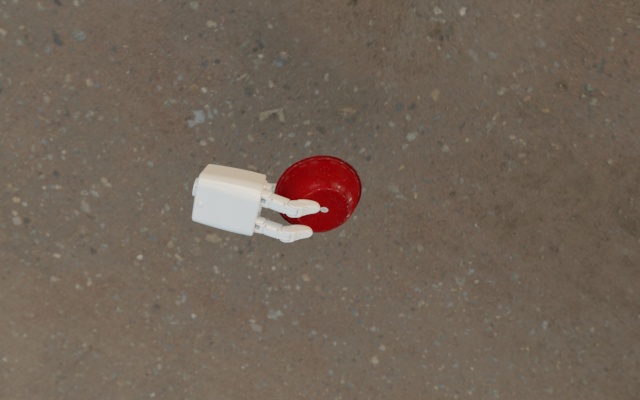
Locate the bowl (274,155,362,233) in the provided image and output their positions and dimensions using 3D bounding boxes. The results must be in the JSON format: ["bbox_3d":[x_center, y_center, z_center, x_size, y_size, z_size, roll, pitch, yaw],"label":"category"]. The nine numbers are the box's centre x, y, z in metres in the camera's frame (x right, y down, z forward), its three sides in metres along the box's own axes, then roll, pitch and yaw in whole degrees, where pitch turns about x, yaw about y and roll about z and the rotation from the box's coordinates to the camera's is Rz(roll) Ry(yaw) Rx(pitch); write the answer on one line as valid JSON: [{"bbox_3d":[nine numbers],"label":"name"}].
[{"bbox_3d":[0.002,0.003,0.847,0.162,0.162,0.055,0,34,-11],"label":"bowl"}]
